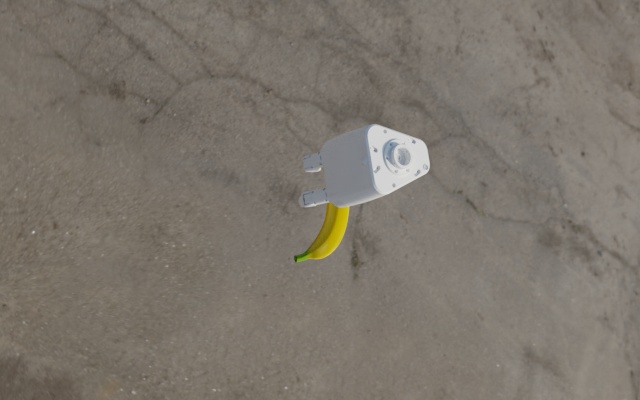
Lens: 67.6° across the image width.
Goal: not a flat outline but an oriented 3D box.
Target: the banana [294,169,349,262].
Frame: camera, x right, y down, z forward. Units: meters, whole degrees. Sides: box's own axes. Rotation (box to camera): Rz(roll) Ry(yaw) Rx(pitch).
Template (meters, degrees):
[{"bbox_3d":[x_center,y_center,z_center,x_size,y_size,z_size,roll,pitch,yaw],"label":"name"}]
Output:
[{"bbox_3d":[0.015,0.012,0.774,0.069,0.197,0.037,21,-16,-25],"label":"banana"}]
